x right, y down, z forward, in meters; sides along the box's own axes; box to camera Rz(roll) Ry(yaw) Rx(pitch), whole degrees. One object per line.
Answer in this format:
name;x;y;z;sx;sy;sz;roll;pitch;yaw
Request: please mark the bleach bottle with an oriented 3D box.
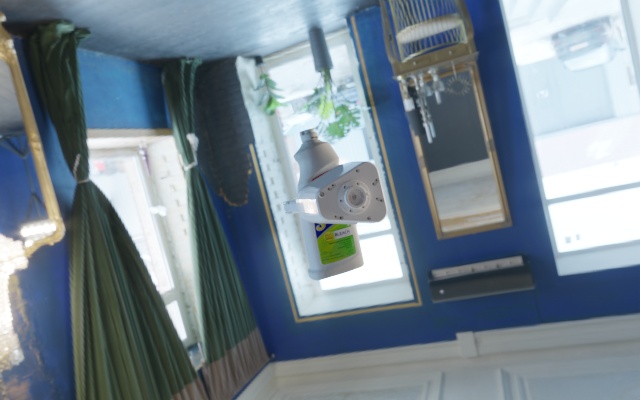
bleach bottle;0.000;0.003;0.824;0.102;0.251;0.068;-15;4;-15
